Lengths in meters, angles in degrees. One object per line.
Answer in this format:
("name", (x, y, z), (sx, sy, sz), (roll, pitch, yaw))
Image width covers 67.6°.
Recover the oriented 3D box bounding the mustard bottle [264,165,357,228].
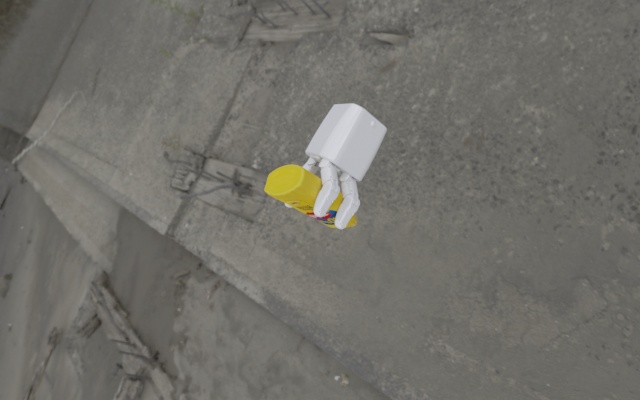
("mustard bottle", (0.000, 0.003, 0.843), (0.096, 0.058, 0.192), (-8, -28, 44))
